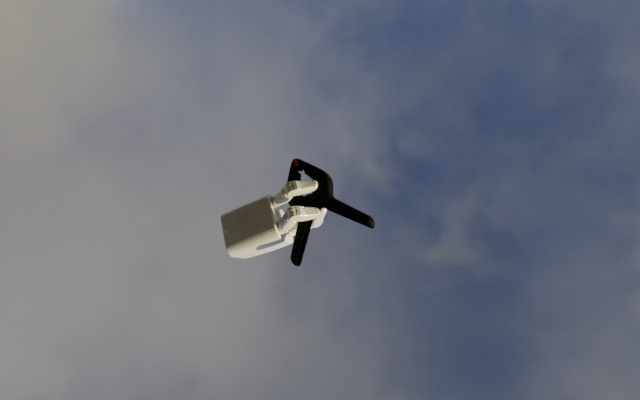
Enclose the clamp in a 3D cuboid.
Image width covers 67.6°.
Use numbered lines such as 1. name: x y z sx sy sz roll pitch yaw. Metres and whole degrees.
1. clamp: 0.000 0.003 0.895 0.164 0.210 0.036 -21 -29 7
